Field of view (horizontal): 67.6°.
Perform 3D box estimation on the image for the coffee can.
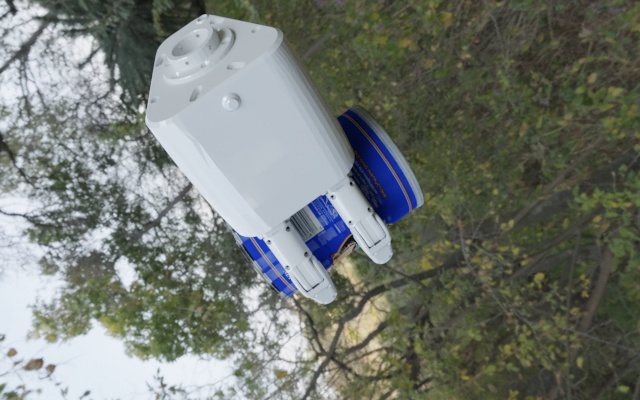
[{"bbox_3d":[0.000,0.001,0.404,0.140,0.103,0.103,-35,1,-1],"label":"coffee can"}]
